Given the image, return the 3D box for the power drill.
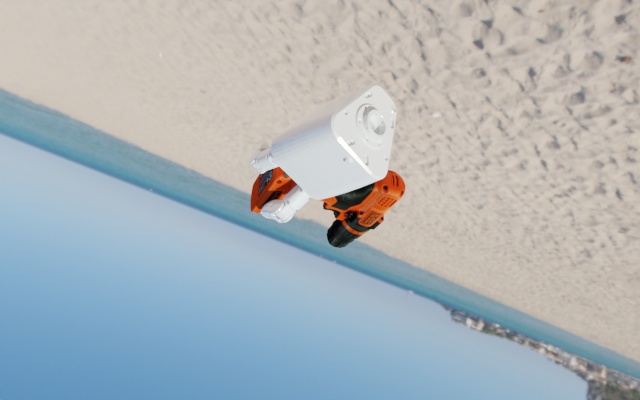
[{"bbox_3d":[0.000,0.002,0.681,0.188,0.057,0.184,14,-38,-22],"label":"power drill"}]
